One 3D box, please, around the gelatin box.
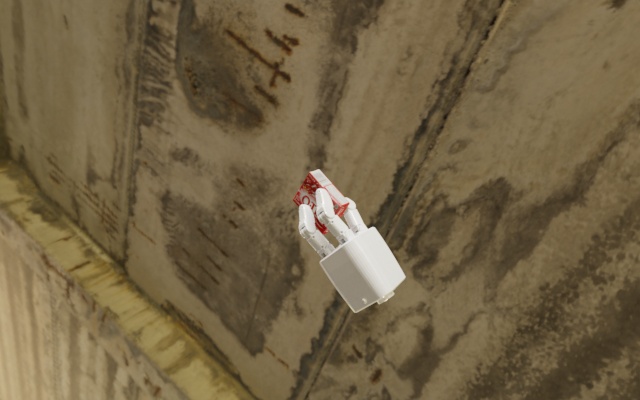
[{"bbox_3d":[0.000,0.002,0.833,0.030,0.089,0.073,-19,-29,-46],"label":"gelatin box"}]
